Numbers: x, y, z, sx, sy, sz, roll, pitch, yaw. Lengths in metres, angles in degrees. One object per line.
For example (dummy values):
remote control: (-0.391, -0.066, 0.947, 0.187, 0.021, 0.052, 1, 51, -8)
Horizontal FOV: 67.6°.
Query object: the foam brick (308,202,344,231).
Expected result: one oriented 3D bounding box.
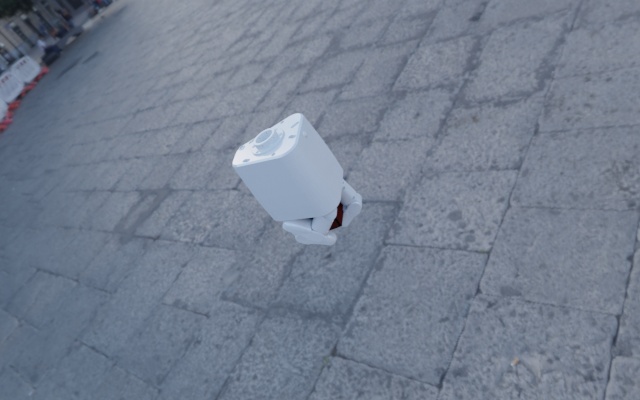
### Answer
foam brick: (0.000, 0.002, 0.693, 0.053, 0.051, 0.078, -21, 36, 23)
